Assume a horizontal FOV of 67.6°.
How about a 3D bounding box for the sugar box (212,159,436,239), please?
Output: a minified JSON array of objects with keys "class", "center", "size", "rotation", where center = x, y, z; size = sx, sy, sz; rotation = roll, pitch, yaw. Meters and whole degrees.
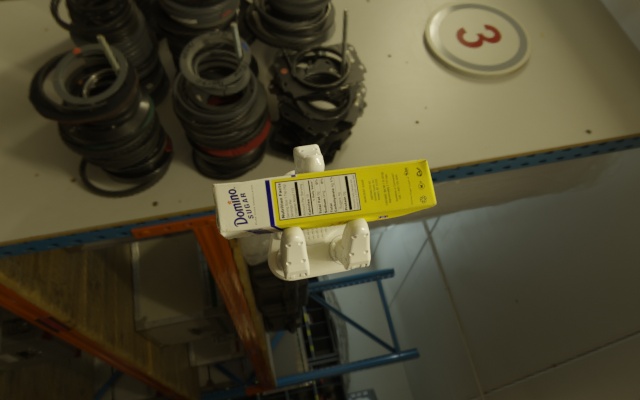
[{"class":"sugar box","center":[0.000,0.002,0.418],"size":[0.176,0.048,0.093],"rotation":[-10,-6,-8]}]
